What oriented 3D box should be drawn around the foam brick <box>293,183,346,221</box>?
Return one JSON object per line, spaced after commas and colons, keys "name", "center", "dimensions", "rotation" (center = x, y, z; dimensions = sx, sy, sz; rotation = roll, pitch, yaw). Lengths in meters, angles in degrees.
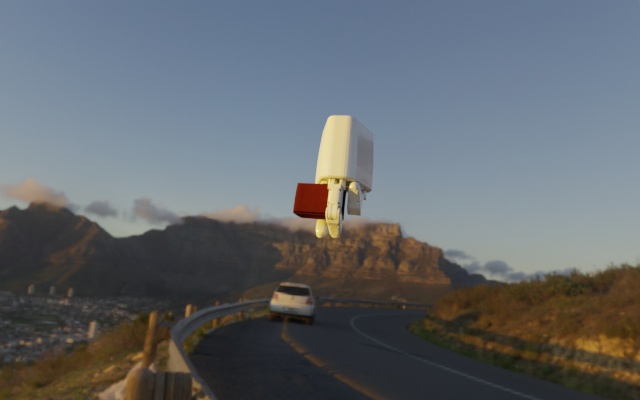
{"name": "foam brick", "center": [0.000, 0.003, 0.795], "dimensions": [0.078, 0.051, 0.053], "rotation": [3, -11, 11]}
